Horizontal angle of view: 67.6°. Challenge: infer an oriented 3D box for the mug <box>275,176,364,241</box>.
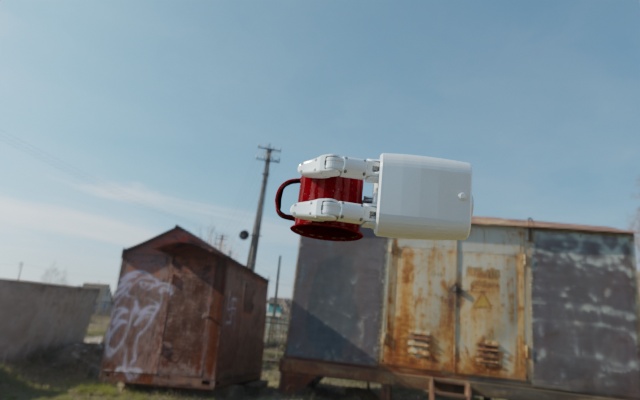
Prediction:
[{"bbox_3d":[-0.001,0.002,0.614,0.117,0.081,0.093,6,-15,3],"label":"mug"}]
